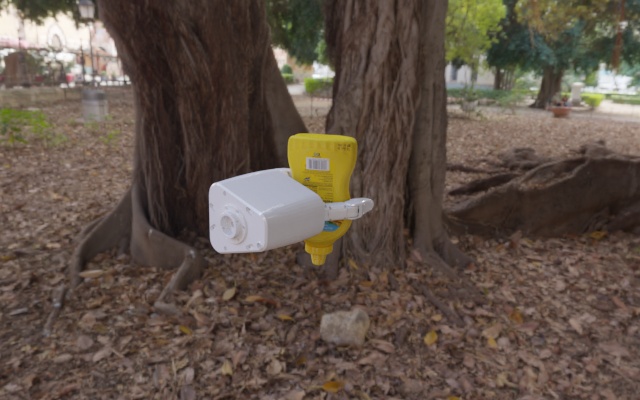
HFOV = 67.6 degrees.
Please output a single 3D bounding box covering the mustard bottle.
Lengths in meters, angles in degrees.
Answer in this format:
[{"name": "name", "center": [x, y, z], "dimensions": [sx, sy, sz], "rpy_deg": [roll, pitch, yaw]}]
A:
[{"name": "mustard bottle", "center": [0.000, 0.002, 0.693], "dimensions": [0.096, 0.192, 0.058], "rpy_deg": [6, 15, 13]}]
